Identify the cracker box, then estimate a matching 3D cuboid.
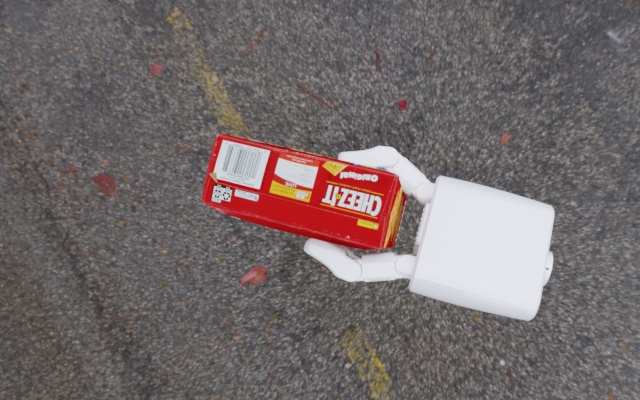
[{"bbox_3d":[0.000,0.001,0.494,0.164,0.072,0.214,14,-3,13],"label":"cracker box"}]
